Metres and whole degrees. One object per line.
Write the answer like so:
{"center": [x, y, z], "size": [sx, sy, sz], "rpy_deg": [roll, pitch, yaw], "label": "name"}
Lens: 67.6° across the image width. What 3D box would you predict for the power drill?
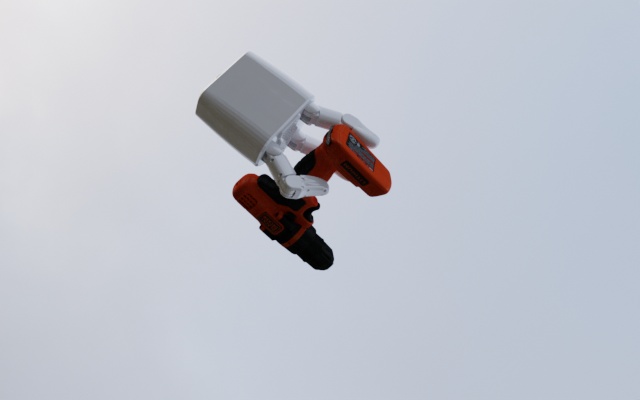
{"center": [0.000, 0.002, 0.639], "size": [0.188, 0.184, 0.057], "rpy_deg": [-35, 23, 28], "label": "power drill"}
